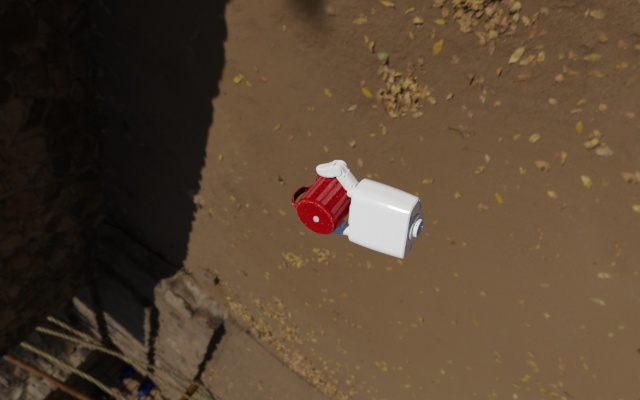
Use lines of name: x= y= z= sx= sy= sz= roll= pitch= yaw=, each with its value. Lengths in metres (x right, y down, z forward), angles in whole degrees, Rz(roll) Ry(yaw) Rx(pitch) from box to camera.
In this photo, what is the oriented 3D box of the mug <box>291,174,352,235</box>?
mug: x=-0.001 y=0.002 z=0.855 sx=0.117 sy=0.093 sz=0.081 roll=18 pitch=48 yaw=27
